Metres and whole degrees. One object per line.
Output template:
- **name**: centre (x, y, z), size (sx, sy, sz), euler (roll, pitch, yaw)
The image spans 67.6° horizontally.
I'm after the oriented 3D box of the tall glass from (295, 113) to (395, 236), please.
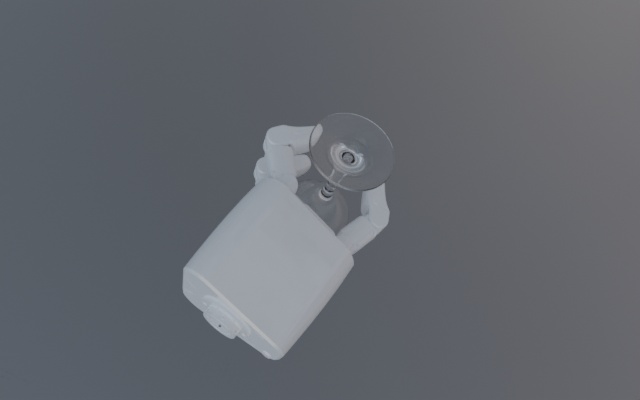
- **tall glass**: centre (0.000, 0.001, 0.477), size (0.079, 0.079, 0.201), euler (0, -25, -17)
